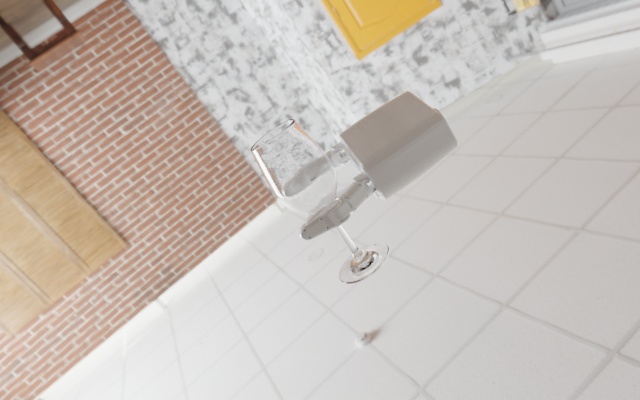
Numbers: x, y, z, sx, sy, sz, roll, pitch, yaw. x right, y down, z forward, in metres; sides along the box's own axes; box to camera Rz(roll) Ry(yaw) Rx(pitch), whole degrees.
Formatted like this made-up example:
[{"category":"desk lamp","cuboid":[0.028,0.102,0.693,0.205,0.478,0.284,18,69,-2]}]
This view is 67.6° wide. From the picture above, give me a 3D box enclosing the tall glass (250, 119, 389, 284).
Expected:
[{"category":"tall glass","cuboid":[0.000,0.003,0.572,0.079,0.201,0.079,-32,19,12]}]
